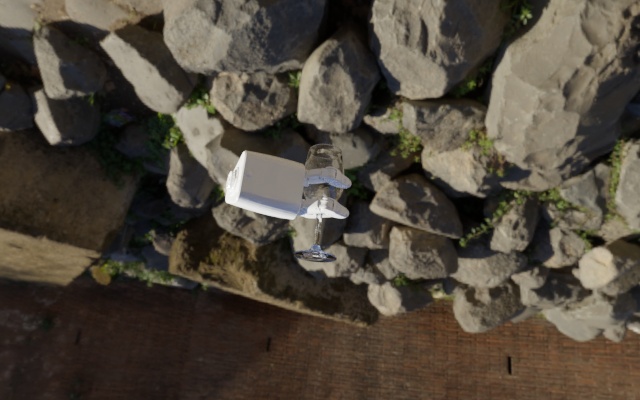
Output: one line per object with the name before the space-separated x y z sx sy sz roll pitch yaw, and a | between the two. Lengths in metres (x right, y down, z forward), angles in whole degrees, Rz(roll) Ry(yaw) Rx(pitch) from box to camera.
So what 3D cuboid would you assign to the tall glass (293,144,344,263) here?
tall glass | 0.000 0.003 0.842 0.079 0.201 0.079 6 -20 2
